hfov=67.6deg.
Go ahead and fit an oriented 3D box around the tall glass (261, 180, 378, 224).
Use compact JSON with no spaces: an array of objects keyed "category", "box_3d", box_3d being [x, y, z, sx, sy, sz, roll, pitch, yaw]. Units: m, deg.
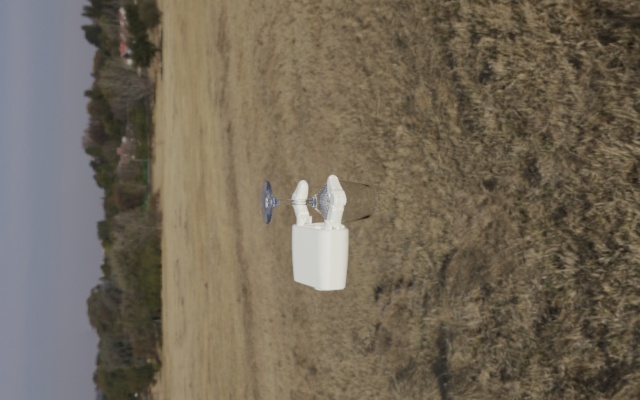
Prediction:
[{"category":"tall glass","box_3d":[0.000,0.003,0.850,0.201,0.079,0.079,-1,0,-21]}]
